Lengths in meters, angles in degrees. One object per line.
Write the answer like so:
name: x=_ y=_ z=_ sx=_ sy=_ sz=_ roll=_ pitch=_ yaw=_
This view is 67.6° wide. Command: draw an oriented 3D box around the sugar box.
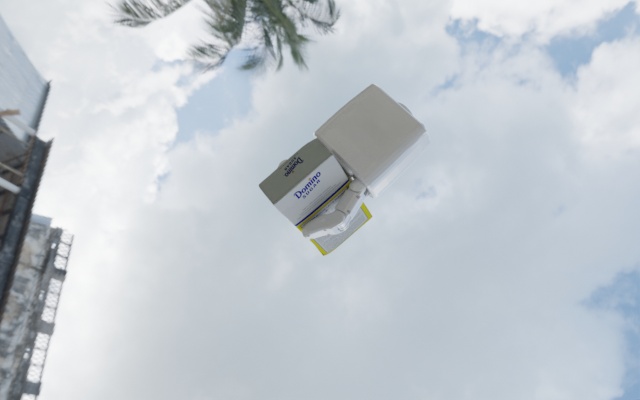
sugar box: x=0.000 y=0.002 z=0.629 sx=0.048 sy=0.093 sz=0.176 roll=48 pitch=-2 yaw=37
